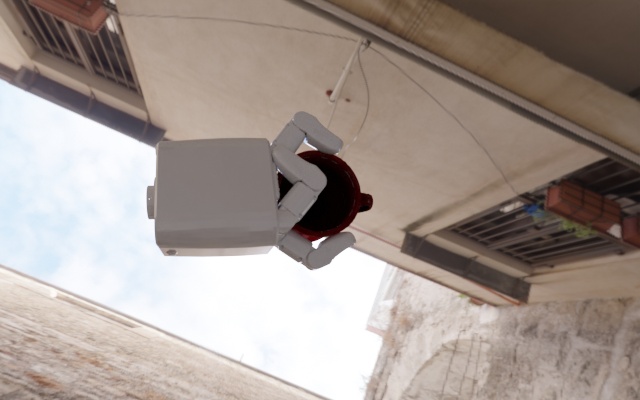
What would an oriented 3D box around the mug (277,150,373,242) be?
[{"bbox_3d":[0.001,0.002,0.531,0.117,0.093,0.081,0,-14,-14],"label":"mug"}]
